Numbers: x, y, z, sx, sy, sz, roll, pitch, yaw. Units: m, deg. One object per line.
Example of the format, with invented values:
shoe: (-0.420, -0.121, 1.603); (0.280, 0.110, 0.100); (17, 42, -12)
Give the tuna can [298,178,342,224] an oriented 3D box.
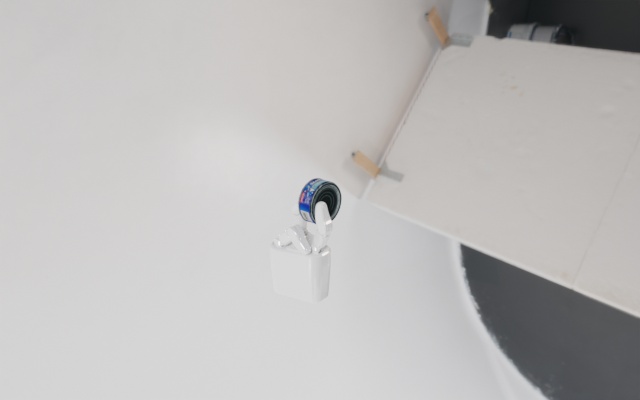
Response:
tuna can: (0.001, 0.003, 0.894); (0.033, 0.086, 0.086); (17, 12, 42)
